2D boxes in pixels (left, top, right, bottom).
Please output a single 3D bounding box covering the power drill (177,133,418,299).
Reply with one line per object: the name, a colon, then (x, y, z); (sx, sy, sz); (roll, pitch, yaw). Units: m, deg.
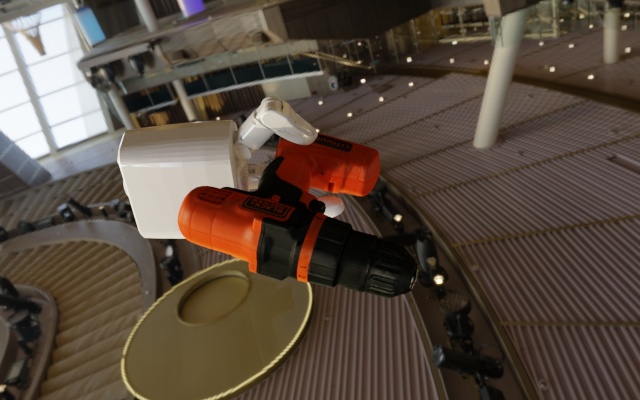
power drill: (0.000, 0.001, 0.414); (0.184, 0.057, 0.187); (17, 28, 9)
